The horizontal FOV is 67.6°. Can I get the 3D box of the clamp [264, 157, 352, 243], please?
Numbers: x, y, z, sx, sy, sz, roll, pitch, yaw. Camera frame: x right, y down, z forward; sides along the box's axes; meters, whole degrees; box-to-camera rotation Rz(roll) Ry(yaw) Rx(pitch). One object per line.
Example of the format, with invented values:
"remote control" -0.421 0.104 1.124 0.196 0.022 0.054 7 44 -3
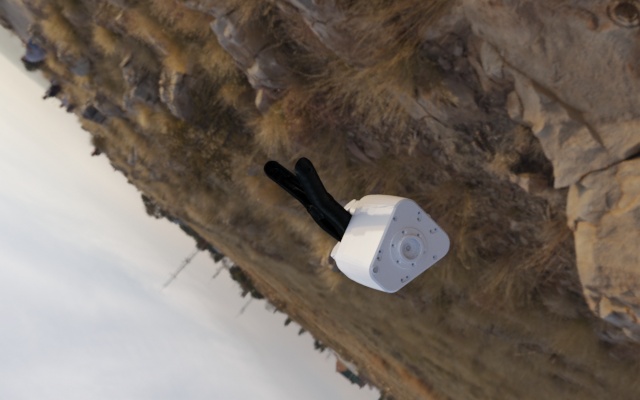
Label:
"clamp" 0.000 0.003 0.655 0.171 0.039 0.120 42 -12 -14
